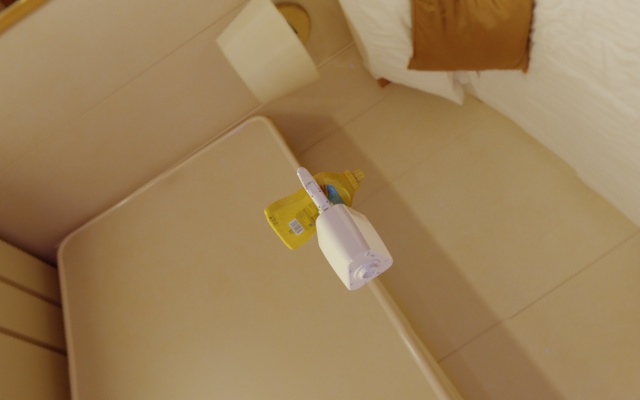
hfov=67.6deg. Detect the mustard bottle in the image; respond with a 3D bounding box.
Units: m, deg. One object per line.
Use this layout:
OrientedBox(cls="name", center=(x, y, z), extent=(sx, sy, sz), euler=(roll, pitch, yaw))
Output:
OrientedBox(cls="mustard bottle", center=(0.000, 0.003, 0.873), extent=(0.191, 0.096, 0.058), euler=(-34, 30, 1))
